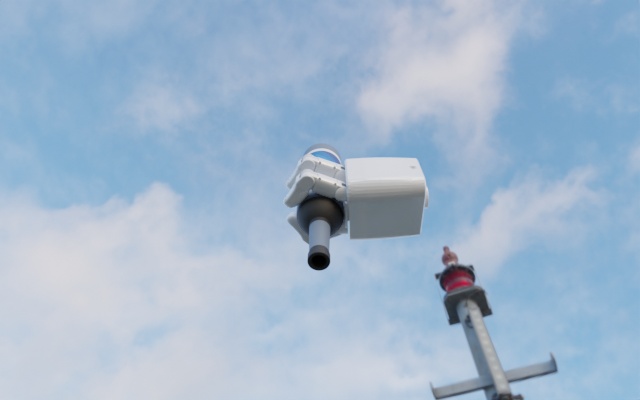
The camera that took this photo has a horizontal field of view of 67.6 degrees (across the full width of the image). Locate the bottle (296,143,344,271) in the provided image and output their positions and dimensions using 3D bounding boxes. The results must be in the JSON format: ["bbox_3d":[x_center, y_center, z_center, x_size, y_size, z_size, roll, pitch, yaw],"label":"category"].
[{"bbox_3d":[0.000,0.002,0.693,0.069,0.069,0.295,0,29,1],"label":"bottle"}]
